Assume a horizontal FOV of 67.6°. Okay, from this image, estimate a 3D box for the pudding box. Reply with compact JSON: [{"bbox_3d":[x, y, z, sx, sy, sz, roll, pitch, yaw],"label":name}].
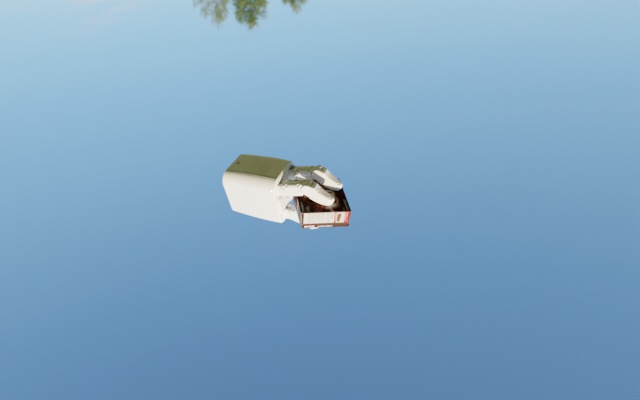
[{"bbox_3d":[0.000,0.003,0.866,0.090,0.039,0.113,-3,37,-10],"label":"pudding box"}]
